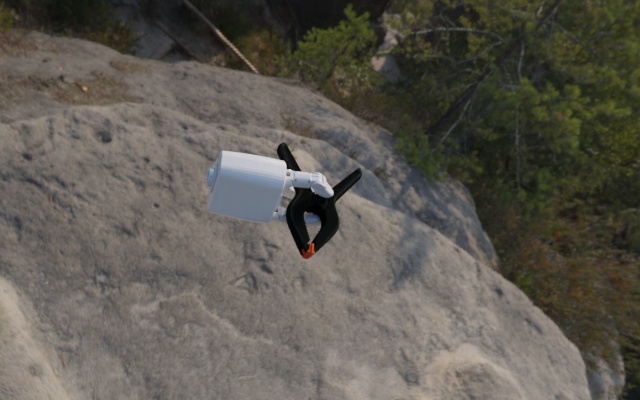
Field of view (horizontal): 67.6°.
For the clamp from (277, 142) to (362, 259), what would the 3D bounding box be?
[{"bbox_3d":[0.000,0.003,0.829,0.164,0.209,0.036,10,-31,-18],"label":"clamp"}]
